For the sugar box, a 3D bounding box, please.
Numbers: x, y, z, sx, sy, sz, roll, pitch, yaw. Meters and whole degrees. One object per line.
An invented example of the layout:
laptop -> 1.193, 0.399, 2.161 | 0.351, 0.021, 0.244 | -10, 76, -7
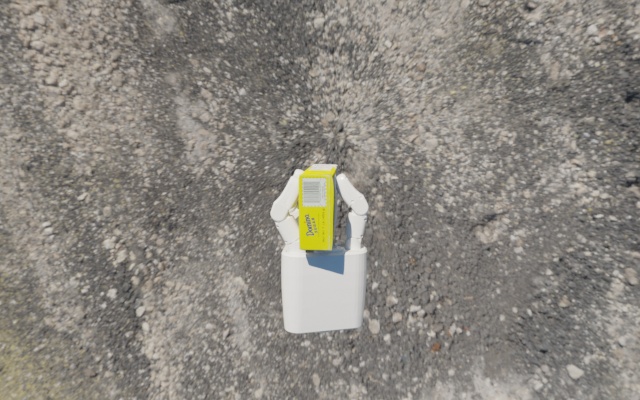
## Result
sugar box -> 0.000, 0.002, 0.644 | 0.048, 0.093, 0.176 | 1, 7, 2
